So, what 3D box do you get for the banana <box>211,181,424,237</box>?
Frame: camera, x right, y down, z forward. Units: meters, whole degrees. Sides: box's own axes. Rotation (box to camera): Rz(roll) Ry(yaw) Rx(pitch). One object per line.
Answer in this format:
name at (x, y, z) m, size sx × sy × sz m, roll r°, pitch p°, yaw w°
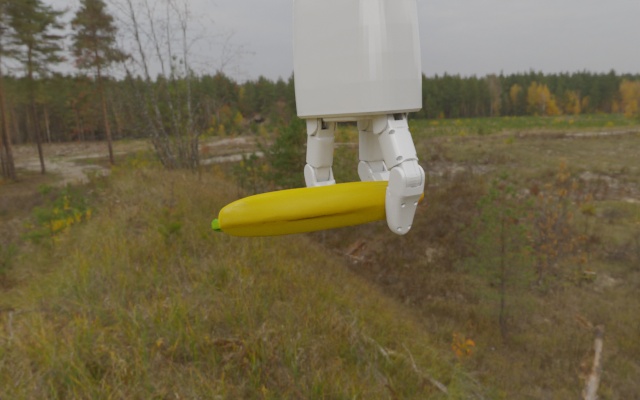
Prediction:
banana at (-0.003, 0.005, 0.412) m, size 0.198 × 0.037 × 0.069 m, roll -7°, pitch 9°, yaw -1°
